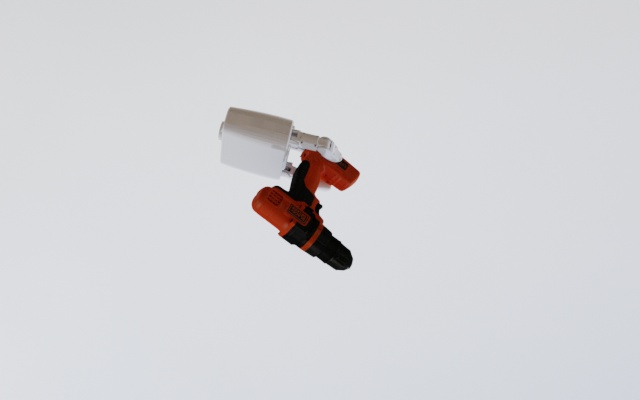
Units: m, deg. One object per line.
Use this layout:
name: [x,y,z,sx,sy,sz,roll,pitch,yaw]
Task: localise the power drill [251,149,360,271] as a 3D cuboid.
power drill: [0.000,0.002,0.777,0.184,0.187,0.057,39,-44,-10]
